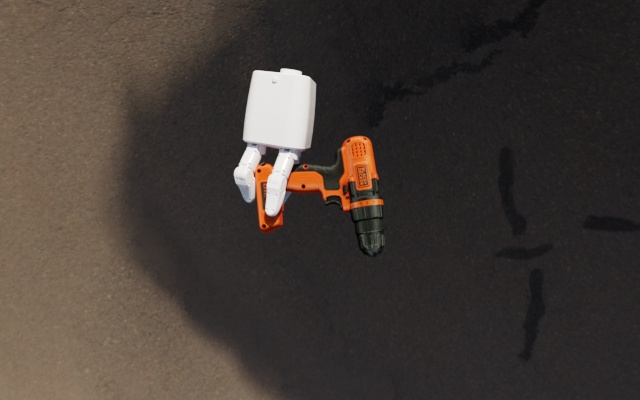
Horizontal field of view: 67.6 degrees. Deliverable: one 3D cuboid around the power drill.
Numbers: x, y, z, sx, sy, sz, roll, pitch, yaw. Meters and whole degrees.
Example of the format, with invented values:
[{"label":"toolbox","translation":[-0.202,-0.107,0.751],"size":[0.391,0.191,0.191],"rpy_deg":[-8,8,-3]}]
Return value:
[{"label":"power drill","translation":[0.000,0.002,0.726],"size":[0.187,0.184,0.057],"rpy_deg":[-7,-10,0]}]
